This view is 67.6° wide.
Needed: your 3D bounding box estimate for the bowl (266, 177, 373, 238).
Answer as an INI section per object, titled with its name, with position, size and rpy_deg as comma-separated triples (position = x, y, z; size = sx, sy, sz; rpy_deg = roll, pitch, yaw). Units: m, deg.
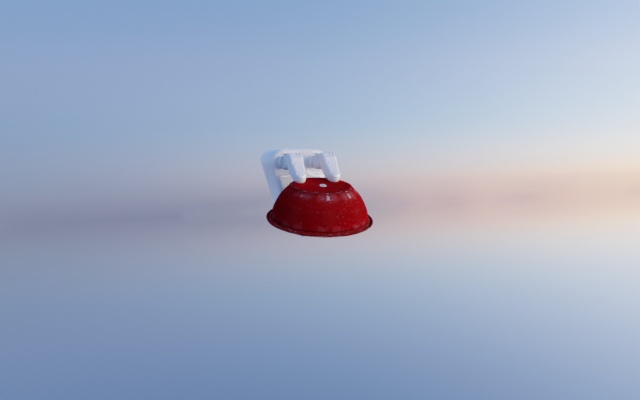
[bowl]
position = 0.001, 0.002, 0.715
size = 0.162, 0.055, 0.162
rpy_deg = 3, 17, -1
